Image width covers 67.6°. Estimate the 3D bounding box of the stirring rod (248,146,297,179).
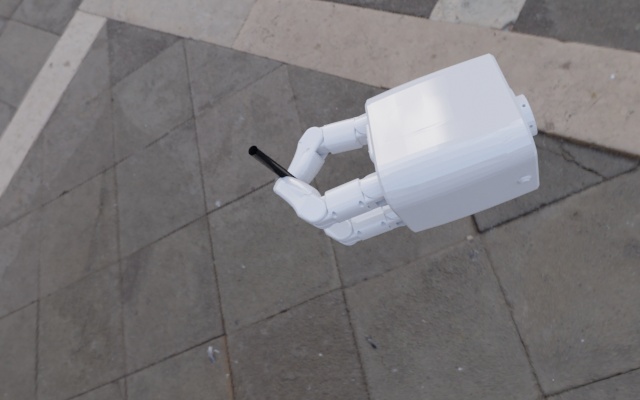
[{"bbox_3d":[0.000,0.001,0.455,0.011,0.011,0.240,0,-19,26],"label":"stirring rod"}]
